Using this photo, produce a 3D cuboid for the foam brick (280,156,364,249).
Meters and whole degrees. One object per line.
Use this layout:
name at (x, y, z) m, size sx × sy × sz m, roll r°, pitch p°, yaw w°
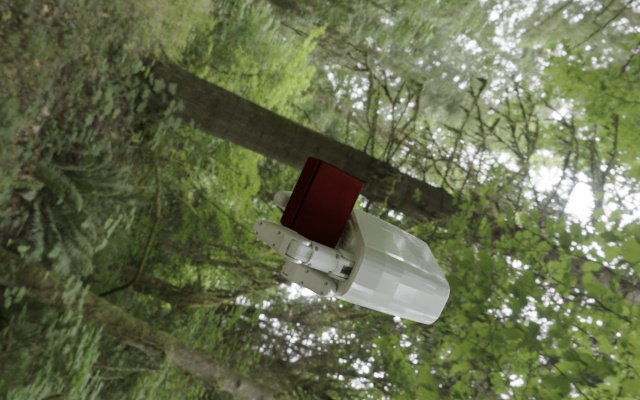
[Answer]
foam brick at (0.000, 0.001, 0.480) m, size 0.051 × 0.078 × 0.053 m, roll 23°, pitch 5°, yaw -15°
